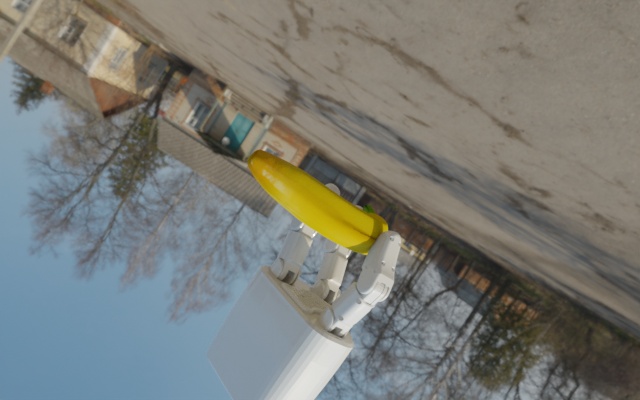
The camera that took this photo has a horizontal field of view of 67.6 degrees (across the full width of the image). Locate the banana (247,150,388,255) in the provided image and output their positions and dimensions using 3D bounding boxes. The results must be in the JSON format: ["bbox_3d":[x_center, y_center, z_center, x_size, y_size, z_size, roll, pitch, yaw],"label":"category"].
[{"bbox_3d":[0.014,0.012,0.411,0.069,0.037,0.198,41,8,34],"label":"banana"}]
